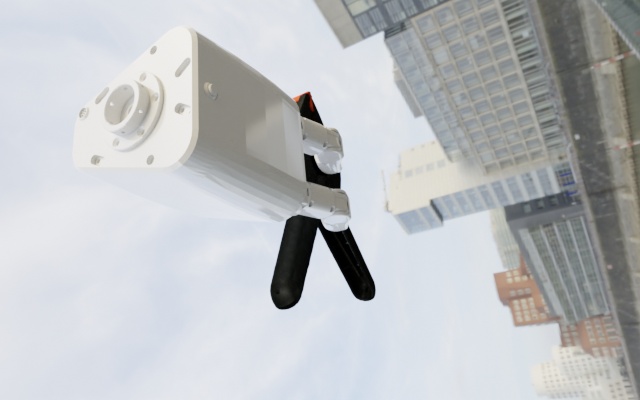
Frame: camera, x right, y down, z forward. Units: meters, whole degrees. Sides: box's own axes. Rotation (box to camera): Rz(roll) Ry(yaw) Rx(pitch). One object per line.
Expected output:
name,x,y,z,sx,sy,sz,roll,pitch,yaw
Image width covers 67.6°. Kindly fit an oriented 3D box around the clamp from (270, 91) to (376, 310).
clamp,-0.001,0.001,0.450,0.036,0.210,0.164,-16,-22,25
